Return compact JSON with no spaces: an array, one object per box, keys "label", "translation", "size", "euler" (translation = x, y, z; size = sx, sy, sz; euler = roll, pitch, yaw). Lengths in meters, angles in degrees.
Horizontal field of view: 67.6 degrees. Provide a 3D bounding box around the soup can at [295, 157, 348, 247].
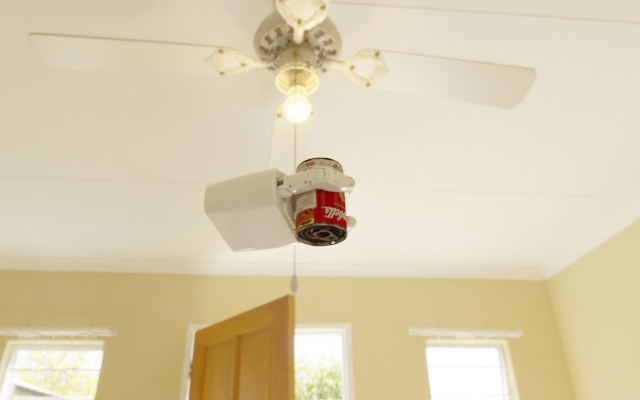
[{"label":"soup can","translation":[0.001,0.002,0.638],"size":[0.068,0.102,0.068],"euler":[-1,-29,-1]}]
